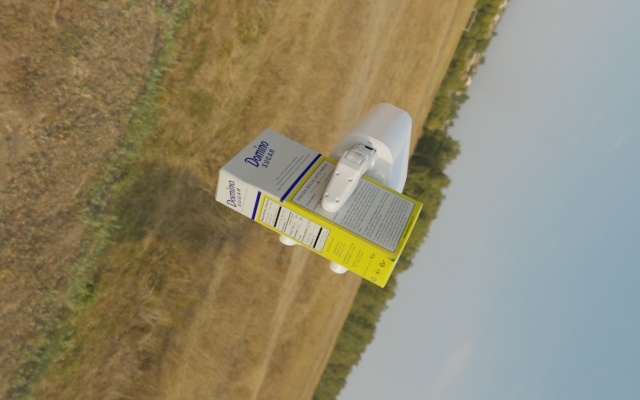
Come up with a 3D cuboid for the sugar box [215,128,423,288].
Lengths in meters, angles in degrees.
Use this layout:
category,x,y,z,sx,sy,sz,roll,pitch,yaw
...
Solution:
category,x,y,z,sx,sy,sz,roll,pitch,yaw
sugar box,0.000,0.002,0.454,0.176,0.048,0.093,25,40,10
